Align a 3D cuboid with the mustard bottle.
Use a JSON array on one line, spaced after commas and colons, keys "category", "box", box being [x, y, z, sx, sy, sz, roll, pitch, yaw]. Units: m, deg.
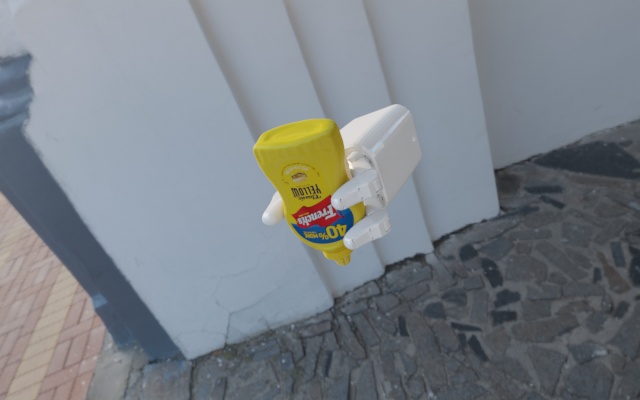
[{"category": "mustard bottle", "box": [0.000, 0.002, 0.561, 0.096, 0.192, 0.058, -9, 34, 21]}]
